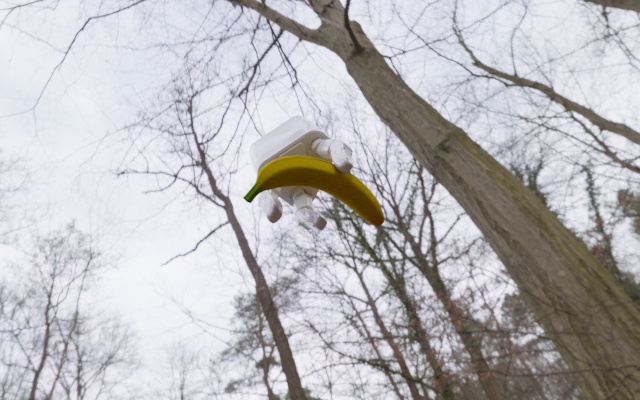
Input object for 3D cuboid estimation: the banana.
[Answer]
[{"bbox_3d":[0.002,-0.016,0.605,0.198,0.069,0.037,11,11,-24],"label":"banana"}]
